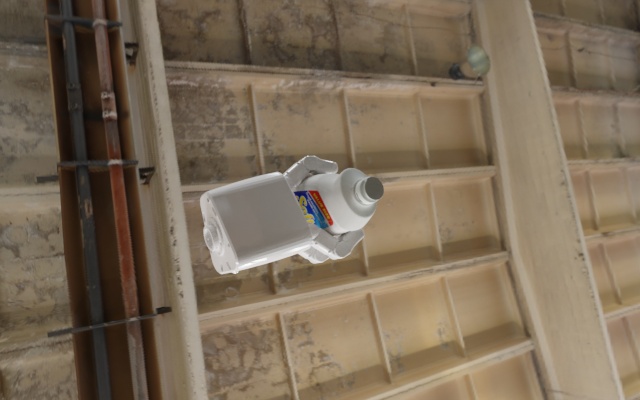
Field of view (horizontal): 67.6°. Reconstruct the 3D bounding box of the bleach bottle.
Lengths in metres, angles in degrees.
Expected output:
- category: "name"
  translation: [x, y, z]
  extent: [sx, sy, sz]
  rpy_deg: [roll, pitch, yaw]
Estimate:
- category: "bleach bottle"
  translation: [0.000, 0.002, 0.666]
  extent: [0.068, 0.102, 0.251]
  rpy_deg: [-15, -4, -31]
